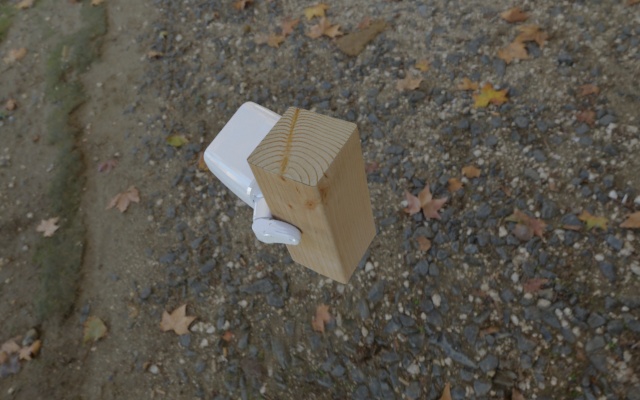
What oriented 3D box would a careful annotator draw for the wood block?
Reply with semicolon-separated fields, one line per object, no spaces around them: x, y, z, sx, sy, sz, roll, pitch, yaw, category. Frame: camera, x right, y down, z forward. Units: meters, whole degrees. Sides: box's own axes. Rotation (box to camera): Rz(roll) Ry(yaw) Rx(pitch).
0.000;0.002;0.573;0.090;0.090;0.206;21;-29;27;wood block
